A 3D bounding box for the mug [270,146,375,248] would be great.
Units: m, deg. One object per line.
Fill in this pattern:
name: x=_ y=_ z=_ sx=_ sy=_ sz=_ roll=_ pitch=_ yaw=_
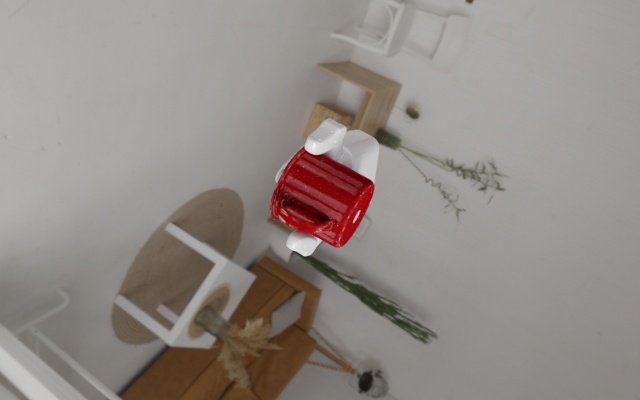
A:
mug: x=0.000 y=0.002 z=0.501 sx=0.081 sy=0.093 sz=0.117 roll=29 pitch=28 yaw=15
